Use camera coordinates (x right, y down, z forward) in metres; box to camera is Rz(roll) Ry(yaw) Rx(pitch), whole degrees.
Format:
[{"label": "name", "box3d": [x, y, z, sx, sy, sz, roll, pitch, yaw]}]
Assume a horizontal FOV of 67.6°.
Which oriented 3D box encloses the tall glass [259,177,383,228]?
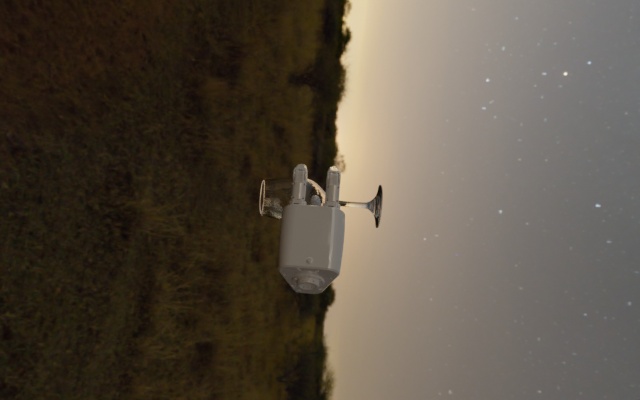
[{"label": "tall glass", "box3d": [0.001, 0.003, 0.808, 0.201, 0.079, 0.079, 5, 0, 0]}]
